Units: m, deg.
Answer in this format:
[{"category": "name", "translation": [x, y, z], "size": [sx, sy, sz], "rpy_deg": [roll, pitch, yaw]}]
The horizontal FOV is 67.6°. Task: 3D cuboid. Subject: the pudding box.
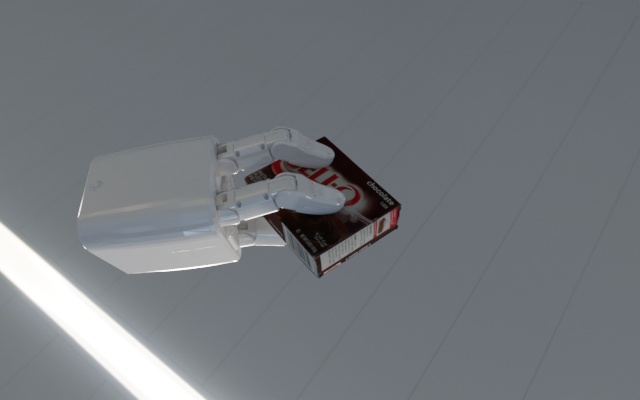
[{"category": "pudding box", "translation": [0.000, 0.002, 0.421], "size": [0.090, 0.039, 0.113], "rpy_deg": [-30, 56, -20]}]
